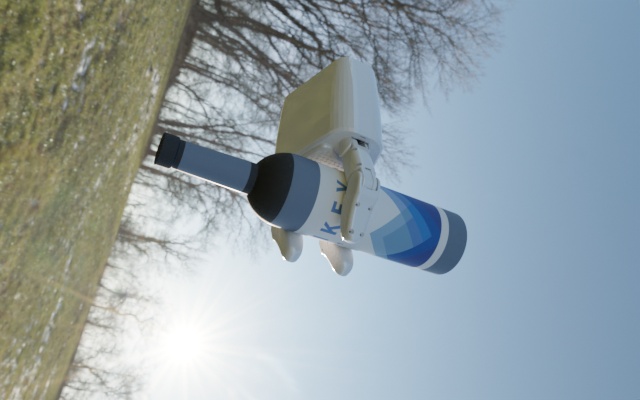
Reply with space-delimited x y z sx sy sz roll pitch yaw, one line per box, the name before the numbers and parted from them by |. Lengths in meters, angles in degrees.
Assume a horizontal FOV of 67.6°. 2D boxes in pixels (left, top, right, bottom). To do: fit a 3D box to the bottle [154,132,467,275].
bottle | 0.000 0.002 0.437 0.296 0.069 0.069 19 -8 -23
